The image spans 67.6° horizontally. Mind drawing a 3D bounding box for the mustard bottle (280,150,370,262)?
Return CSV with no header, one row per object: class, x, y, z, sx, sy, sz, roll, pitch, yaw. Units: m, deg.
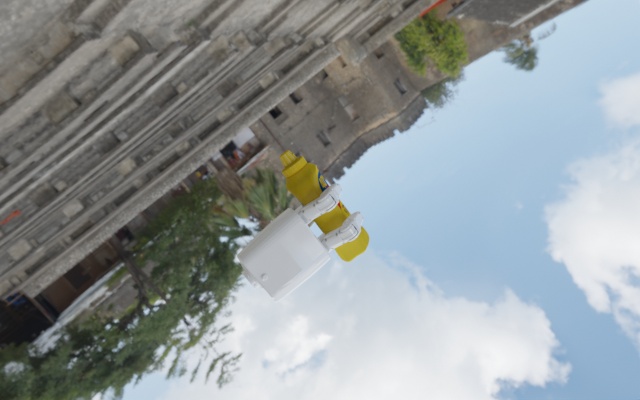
mustard bottle,0.001,0.002,0.749,0.058,0.192,0.096,-35,12,11
